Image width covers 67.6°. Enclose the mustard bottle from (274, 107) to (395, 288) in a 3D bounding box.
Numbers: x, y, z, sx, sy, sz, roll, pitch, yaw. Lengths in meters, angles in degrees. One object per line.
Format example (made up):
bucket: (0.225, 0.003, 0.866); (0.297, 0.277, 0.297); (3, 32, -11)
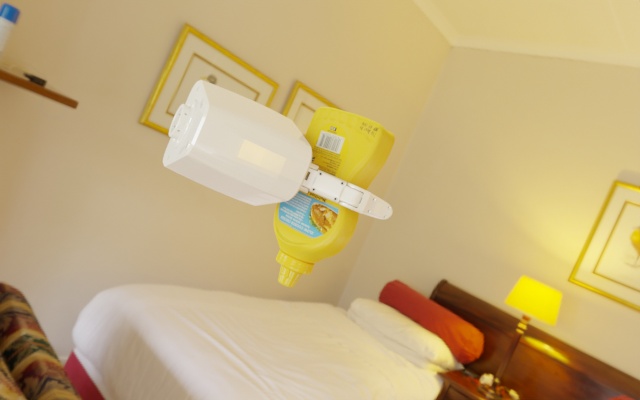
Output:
mustard bottle: (0.000, 0.002, 0.506); (0.096, 0.191, 0.058); (25, 2, 37)
